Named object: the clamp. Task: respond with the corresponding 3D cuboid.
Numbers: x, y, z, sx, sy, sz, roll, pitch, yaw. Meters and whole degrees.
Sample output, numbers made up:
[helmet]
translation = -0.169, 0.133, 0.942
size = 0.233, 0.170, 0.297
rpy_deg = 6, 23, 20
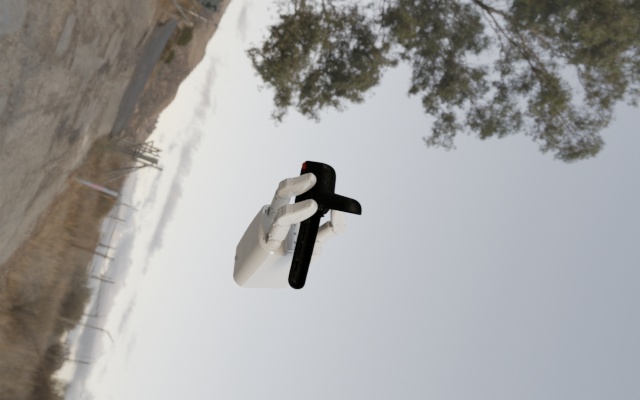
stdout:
[clamp]
translation = 0.001, 0.002, 0.689
size = 0.036, 0.209, 0.165
rpy_deg = 23, -51, -23
